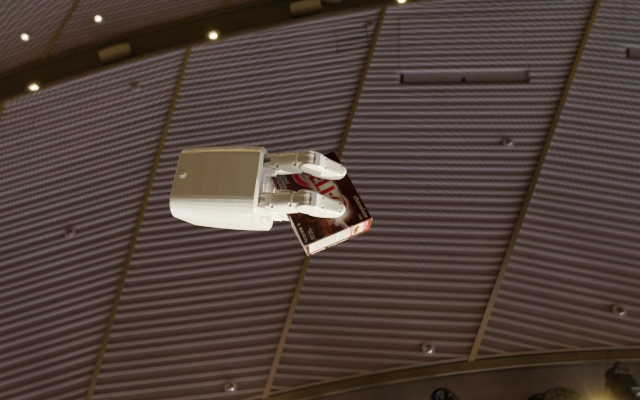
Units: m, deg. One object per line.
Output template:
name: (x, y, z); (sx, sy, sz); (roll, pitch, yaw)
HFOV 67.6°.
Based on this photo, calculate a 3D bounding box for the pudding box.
pudding box: (0.000, 0.002, 0.600); (0.090, 0.113, 0.039); (-22, -26, -10)
